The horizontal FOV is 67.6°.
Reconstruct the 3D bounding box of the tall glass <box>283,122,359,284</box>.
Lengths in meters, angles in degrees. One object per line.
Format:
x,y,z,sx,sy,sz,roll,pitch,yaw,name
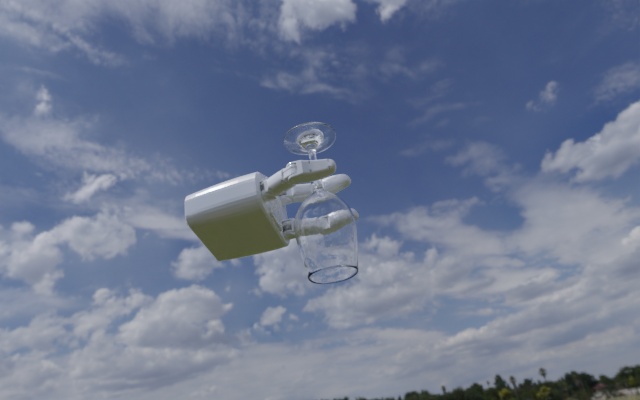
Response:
0.000,0.001,0.614,0.079,0.201,0.079,-8,-27,-4,tall glass
